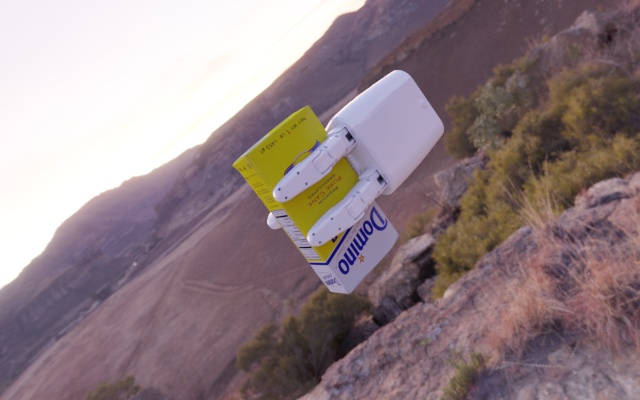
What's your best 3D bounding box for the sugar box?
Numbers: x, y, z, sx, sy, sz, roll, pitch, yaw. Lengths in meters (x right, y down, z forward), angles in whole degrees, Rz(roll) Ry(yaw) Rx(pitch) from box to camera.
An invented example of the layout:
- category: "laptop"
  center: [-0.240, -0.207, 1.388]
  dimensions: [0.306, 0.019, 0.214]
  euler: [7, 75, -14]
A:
- category: "sugar box"
  center: [0.000, 0.001, 0.496]
  dimensions: [0.093, 0.176, 0.048]
  euler: [-44, 13, -26]
